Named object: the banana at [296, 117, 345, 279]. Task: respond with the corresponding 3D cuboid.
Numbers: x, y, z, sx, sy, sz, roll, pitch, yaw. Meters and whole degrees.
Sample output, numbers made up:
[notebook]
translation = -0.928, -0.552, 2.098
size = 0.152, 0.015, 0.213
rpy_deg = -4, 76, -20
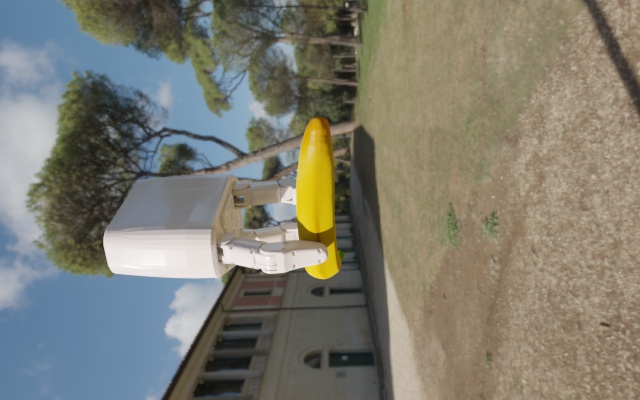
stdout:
[banana]
translation = -0.002, 0.017, 0.456
size = 0.037, 0.069, 0.198
rpy_deg = 1, -44, 8
